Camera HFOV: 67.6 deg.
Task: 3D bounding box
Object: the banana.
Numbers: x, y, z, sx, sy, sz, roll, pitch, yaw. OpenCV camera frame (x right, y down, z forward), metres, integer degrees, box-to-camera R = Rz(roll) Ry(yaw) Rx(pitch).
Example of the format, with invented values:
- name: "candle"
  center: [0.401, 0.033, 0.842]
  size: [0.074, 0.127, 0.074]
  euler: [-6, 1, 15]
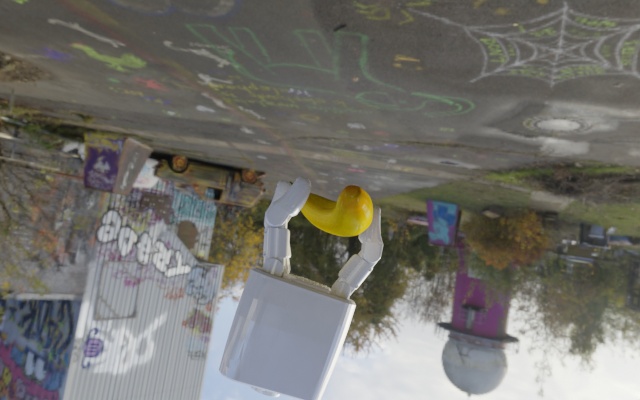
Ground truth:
- name: "banana"
  center: [0.014, 0.011, 0.494]
  size: [0.070, 0.037, 0.198]
  euler: [33, -10, -19]
